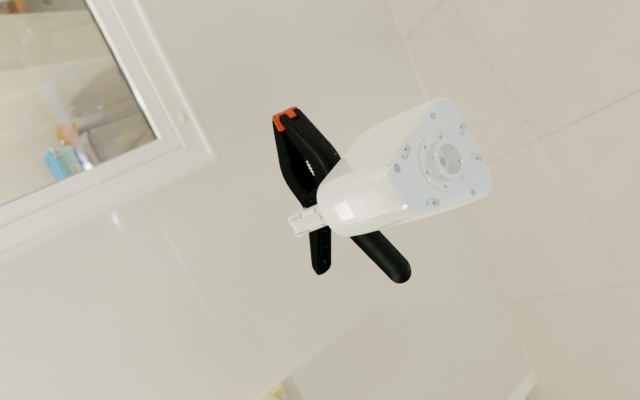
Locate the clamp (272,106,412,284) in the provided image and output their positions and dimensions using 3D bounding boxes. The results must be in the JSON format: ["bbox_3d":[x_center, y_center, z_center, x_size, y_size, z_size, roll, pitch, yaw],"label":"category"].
[{"bbox_3d":[-0.001,0.002,0.527,0.036,0.210,0.164,-32,6,-31],"label":"clamp"}]
